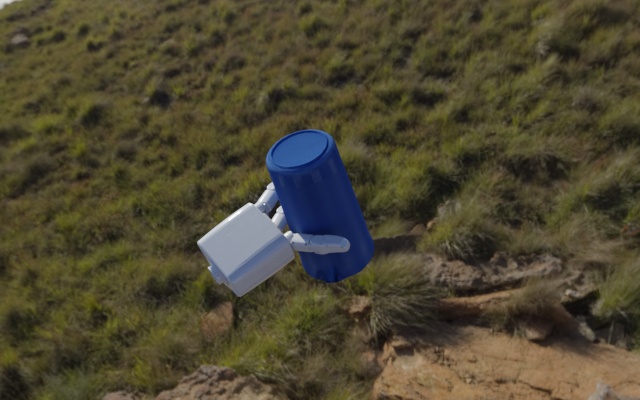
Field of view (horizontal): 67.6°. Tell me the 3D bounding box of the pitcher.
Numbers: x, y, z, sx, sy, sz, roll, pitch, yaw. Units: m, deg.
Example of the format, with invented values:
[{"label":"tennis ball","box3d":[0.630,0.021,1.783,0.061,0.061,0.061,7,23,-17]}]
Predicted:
[{"label":"pitcher","box3d":[0.000,0.003,0.785,0.145,0.243,0.149,-37,43,-19]}]
